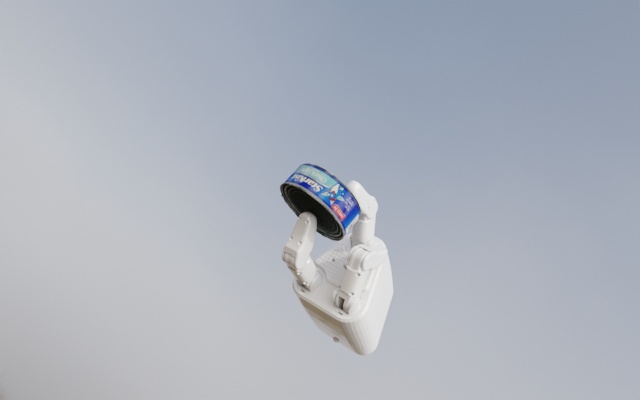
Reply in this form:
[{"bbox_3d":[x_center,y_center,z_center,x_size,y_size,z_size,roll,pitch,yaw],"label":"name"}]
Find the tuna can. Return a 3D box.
[{"bbox_3d":[0.000,0.001,0.504,0.086,0.033,0.086,36,-21,16],"label":"tuna can"}]
